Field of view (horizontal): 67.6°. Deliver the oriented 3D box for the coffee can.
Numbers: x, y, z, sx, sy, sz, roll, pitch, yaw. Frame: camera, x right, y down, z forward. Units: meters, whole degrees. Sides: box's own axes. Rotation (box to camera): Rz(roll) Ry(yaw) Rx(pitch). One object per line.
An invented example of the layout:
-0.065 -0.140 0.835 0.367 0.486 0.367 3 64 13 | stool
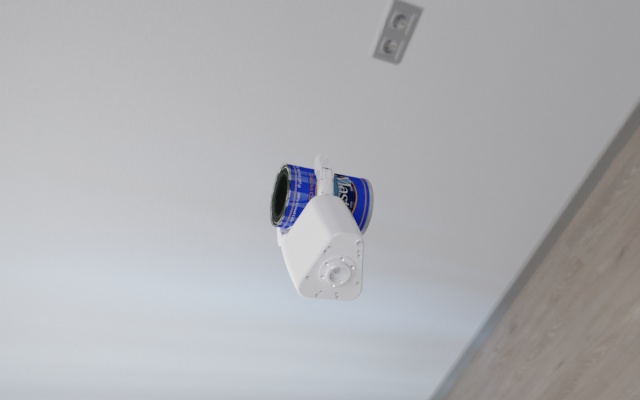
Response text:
0.000 0.002 0.768 0.140 0.103 0.103 10 -3 -19 | coffee can
